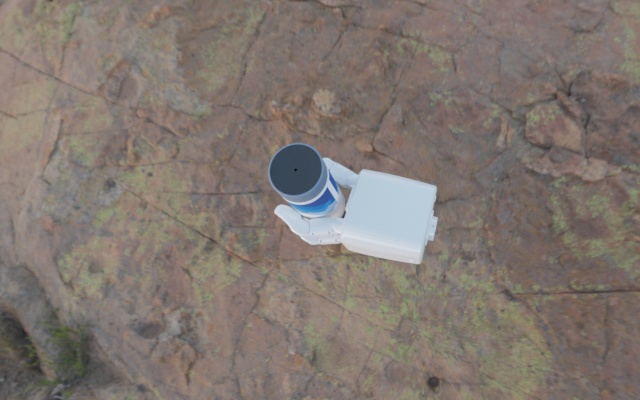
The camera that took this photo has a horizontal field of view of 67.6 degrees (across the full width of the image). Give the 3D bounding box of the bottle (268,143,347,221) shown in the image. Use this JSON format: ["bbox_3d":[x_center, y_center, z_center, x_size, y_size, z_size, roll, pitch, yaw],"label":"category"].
[{"bbox_3d":[0.000,0.002,0.688,0.069,0.069,0.296,0,-15,12],"label":"bottle"}]
